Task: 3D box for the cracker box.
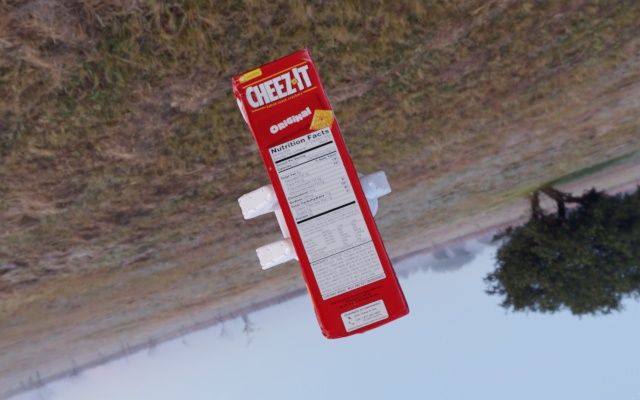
[{"bbox_3d":[0.000,0.001,0.427,0.072,0.213,0.164,-21,-6,0],"label":"cracker box"}]
